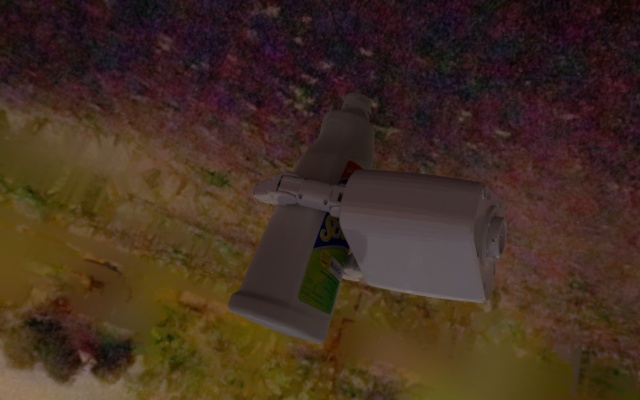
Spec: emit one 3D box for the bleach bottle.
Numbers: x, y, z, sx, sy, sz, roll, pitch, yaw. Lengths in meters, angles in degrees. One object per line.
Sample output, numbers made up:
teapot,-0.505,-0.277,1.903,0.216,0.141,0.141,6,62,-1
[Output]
bleach bottle,0.000,0.002,0.463,0.068,0.250,0.103,6,-23,32
